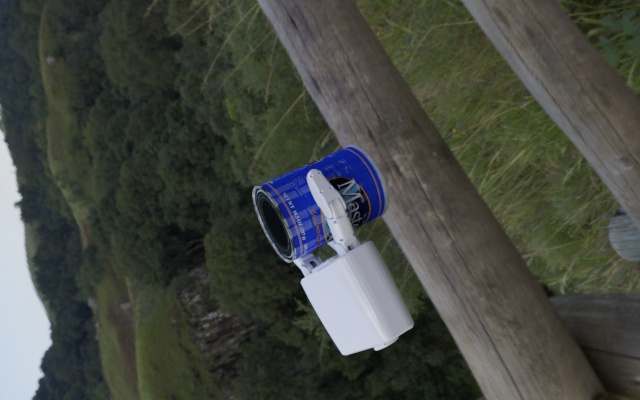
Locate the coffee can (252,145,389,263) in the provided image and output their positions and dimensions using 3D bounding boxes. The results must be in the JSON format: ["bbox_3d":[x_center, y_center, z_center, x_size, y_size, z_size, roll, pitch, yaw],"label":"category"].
[{"bbox_3d":[0.000,0.002,0.603,0.140,0.103,0.103,-25,10,-21],"label":"coffee can"}]
